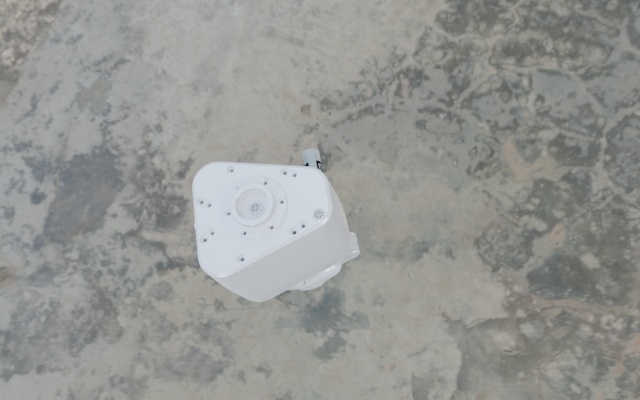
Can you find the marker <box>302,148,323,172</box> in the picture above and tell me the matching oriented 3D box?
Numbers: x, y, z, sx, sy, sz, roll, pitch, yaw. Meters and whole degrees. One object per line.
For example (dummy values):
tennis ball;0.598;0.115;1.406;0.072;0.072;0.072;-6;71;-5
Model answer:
marker;0.000;0.002;0.508;0.020;0.121;0.020;-10;-21;-4
